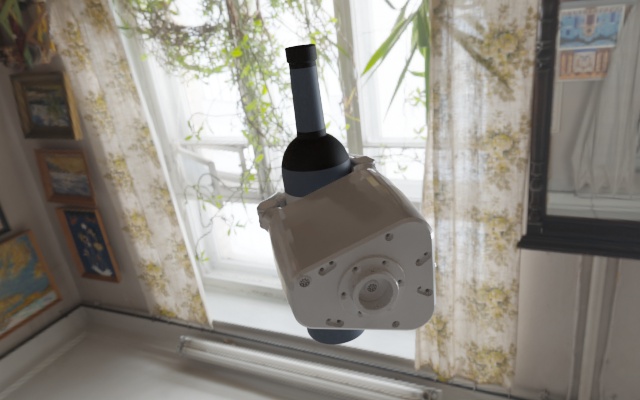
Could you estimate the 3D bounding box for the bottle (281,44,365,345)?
[{"bbox_3d":[0.000,0.002,0.468,0.069,0.296,0.069,-6,22,3],"label":"bottle"}]
